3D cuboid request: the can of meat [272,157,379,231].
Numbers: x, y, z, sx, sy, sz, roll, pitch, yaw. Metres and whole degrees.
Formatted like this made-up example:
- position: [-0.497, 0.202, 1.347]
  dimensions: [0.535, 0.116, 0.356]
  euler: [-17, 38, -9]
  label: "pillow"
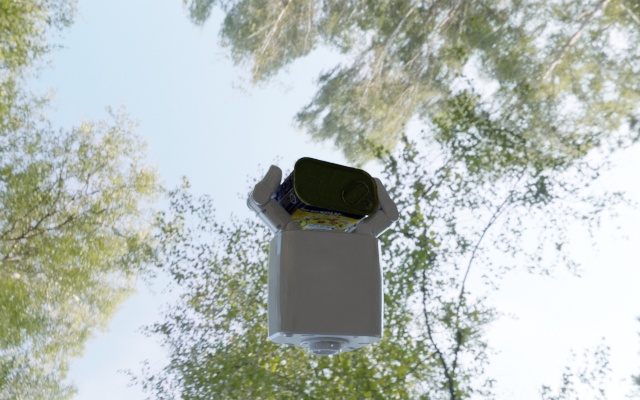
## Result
- position: [0.000, 0.002, 0.541]
  dimensions: [0.102, 0.057, 0.084]
  euler: [11, -30, -25]
  label: "can of meat"
